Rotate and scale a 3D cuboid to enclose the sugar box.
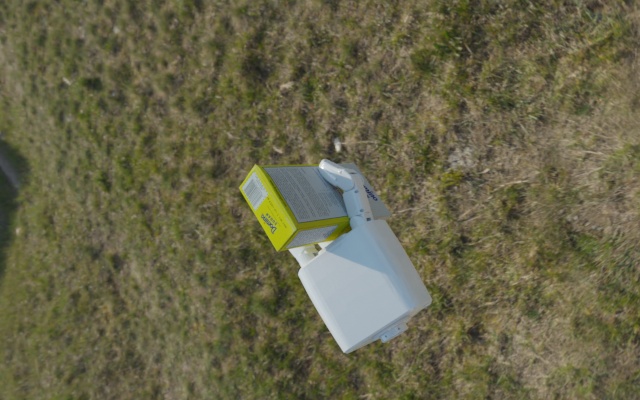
[{"bbox_3d":[0.000,0.002,0.568,0.176,0.093,0.048,-3,-38,-50],"label":"sugar box"}]
